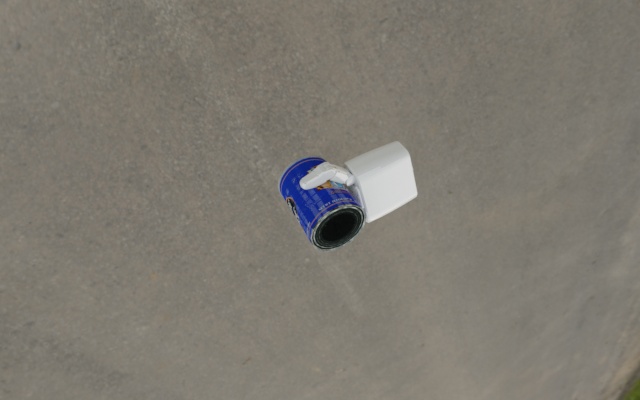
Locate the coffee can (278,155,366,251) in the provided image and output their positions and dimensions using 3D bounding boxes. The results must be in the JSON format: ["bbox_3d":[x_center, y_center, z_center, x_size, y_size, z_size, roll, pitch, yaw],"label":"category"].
[{"bbox_3d":[0.000,0.003,0.824,0.103,0.103,0.140,0,39,-35],"label":"coffee can"}]
